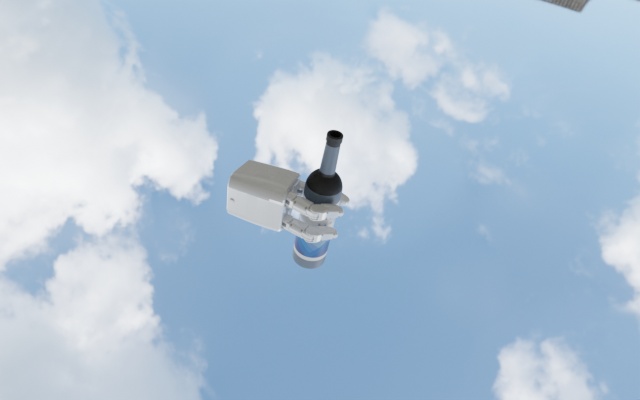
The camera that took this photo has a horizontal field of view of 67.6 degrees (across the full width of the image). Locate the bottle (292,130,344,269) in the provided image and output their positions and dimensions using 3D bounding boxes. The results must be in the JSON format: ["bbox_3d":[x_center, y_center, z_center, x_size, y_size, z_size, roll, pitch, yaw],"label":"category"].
[{"bbox_3d":[0.000,0.003,0.860,0.069,0.296,0.069,7,41,-6],"label":"bottle"}]
